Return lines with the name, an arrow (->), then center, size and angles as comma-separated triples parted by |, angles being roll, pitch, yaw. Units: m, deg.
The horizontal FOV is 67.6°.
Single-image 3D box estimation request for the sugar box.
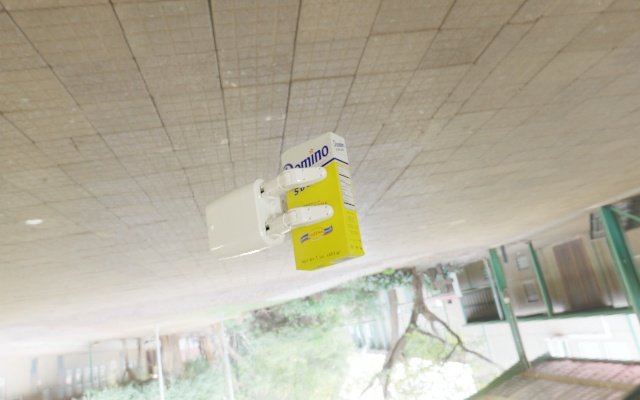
sugar box -> 0.000, 0.002, 0.665 | 0.093, 0.176, 0.048 | -20, -18, 30
